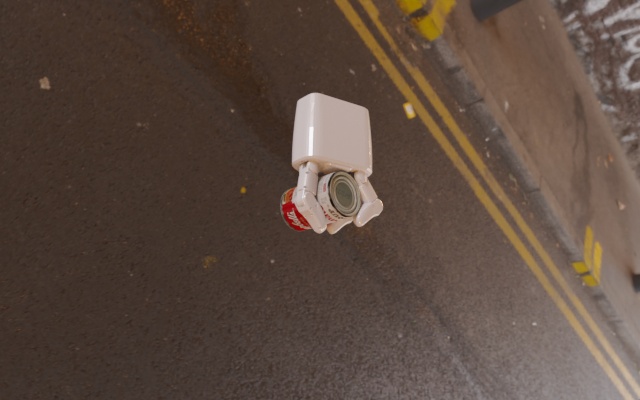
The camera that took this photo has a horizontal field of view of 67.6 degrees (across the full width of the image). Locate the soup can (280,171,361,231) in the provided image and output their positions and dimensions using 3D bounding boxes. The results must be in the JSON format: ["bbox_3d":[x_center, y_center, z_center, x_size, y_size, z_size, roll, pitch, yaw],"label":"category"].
[{"bbox_3d":[0.000,0.003,0.693,0.102,0.068,0.068,-18,-13,42],"label":"soup can"}]
